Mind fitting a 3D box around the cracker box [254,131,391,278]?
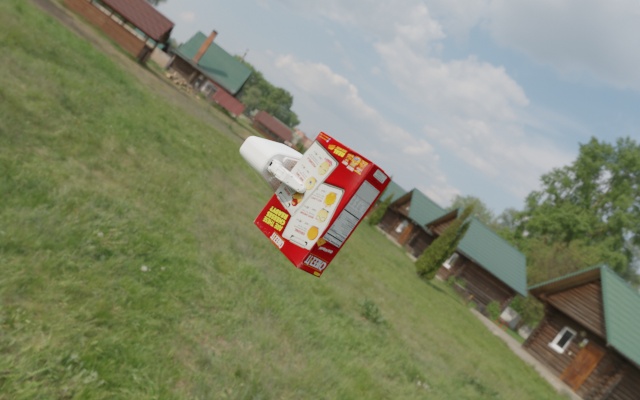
[{"bbox_3d":[0.000,0.003,0.848,0.072,0.214,0.164,34,3,-44],"label":"cracker box"}]
